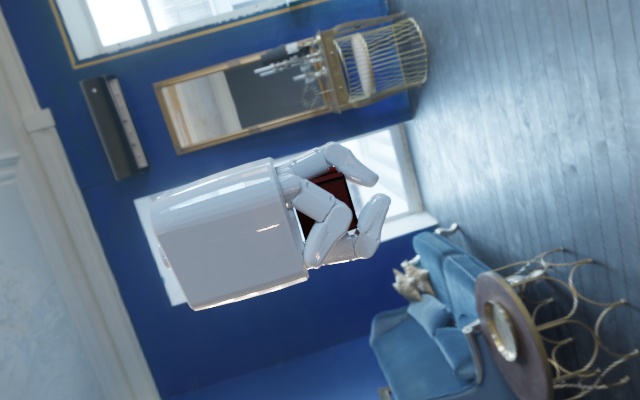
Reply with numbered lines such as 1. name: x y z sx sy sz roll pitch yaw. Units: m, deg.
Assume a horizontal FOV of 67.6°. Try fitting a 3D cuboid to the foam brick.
1. foam brick: 0.000 0.002 0.457 0.051 0.053 0.078 -18 11 -3
